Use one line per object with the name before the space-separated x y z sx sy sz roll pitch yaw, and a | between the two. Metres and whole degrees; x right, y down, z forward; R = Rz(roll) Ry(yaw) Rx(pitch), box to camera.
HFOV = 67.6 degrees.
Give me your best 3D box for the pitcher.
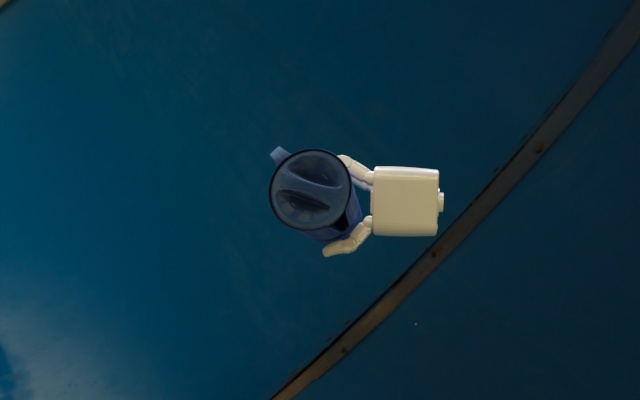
pitcher | 0.000 0.003 0.838 0.145 0.149 0.243 0 -14 12
